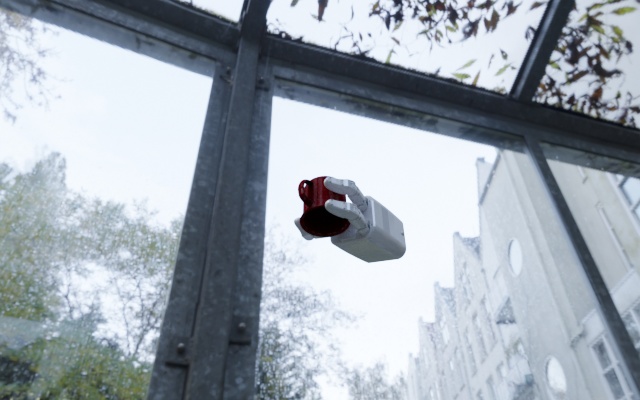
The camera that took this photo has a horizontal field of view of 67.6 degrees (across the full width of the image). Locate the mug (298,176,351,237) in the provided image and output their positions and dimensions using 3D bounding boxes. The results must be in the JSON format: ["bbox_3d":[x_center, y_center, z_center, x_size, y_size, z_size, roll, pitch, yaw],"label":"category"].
[{"bbox_3d":[-0.001,0.002,0.881,0.093,0.081,0.117,-32,-50,30],"label":"mug"}]
